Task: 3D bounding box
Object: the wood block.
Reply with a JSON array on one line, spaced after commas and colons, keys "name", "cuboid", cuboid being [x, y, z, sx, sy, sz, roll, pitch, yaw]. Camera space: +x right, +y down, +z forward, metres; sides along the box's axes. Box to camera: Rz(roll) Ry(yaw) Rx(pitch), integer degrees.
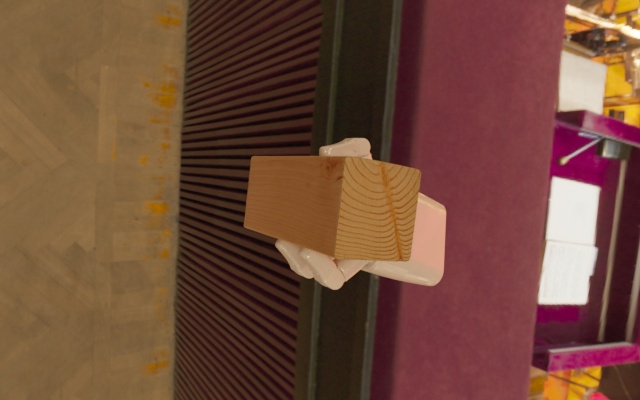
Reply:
[{"name": "wood block", "cuboid": [0.001, 0.001, 0.515, 0.090, 0.091, 0.206, 7, 1, -31]}]
